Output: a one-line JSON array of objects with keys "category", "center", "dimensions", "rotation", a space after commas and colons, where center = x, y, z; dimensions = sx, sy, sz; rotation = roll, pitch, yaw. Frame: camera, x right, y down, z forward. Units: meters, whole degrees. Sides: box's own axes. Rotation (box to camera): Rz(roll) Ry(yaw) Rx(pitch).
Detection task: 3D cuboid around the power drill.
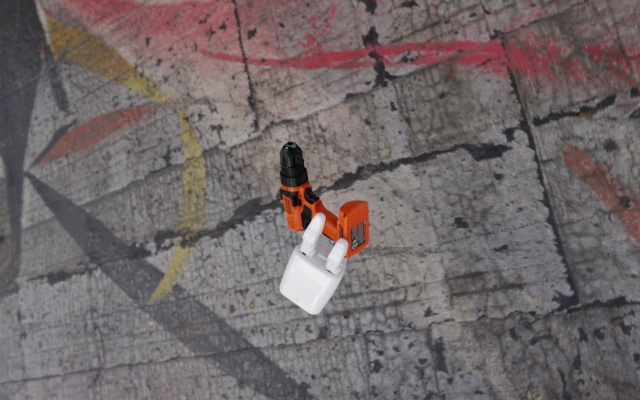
[{"category": "power drill", "center": [0.000, 0.003, 0.830], "dimensions": [0.057, 0.185, 0.187], "rotation": [-31, 43, -29]}]
